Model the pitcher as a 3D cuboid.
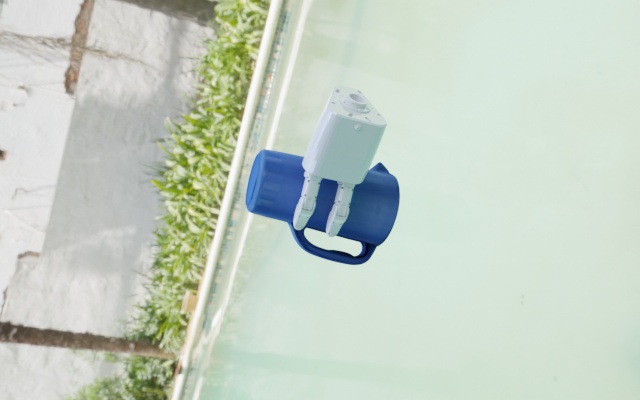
[{"bbox_3d":[0.000,0.002,0.809,0.243,0.145,0.149,13,36,-16],"label":"pitcher"}]
